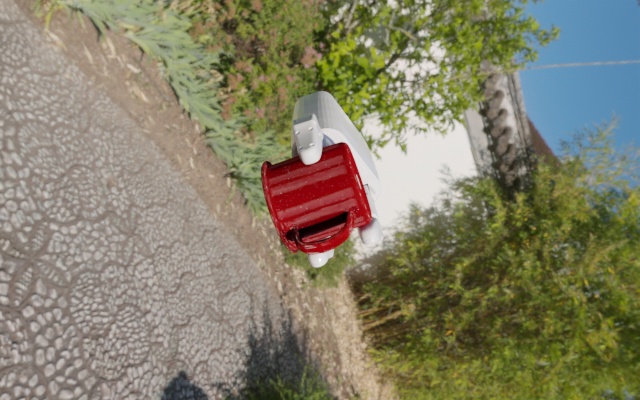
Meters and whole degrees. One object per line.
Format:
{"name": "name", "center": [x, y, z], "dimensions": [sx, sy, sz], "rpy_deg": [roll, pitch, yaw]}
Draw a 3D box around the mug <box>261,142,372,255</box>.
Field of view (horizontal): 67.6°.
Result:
{"name": "mug", "center": [0.000, 0.002, 0.444], "dimensions": [0.081, 0.093, 0.117], "rpy_deg": [-18, 38, 9]}
